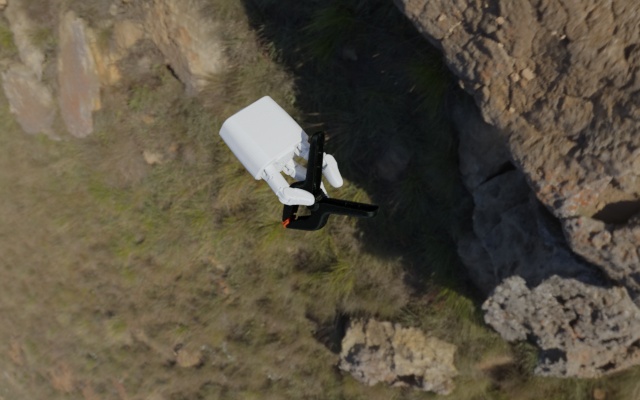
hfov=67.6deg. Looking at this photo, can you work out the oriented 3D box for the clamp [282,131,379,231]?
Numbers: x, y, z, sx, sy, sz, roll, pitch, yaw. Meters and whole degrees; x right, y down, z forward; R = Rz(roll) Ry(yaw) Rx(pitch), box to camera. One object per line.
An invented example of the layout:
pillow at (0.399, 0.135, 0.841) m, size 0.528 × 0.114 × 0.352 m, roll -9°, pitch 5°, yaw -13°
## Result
clamp at (-0.001, 0.003, 0.826) m, size 0.036 × 0.164 × 0.210 m, roll -32°, pitch -12°, yaw -44°
